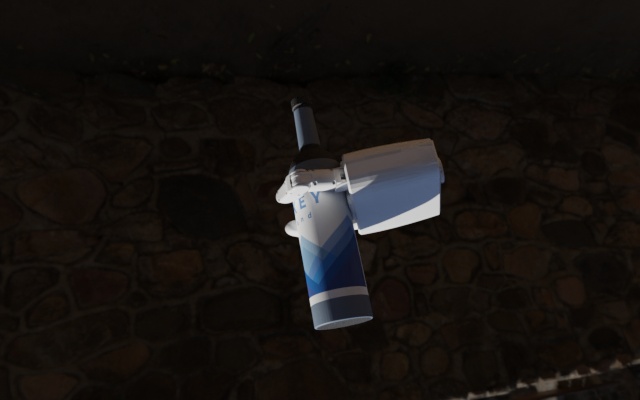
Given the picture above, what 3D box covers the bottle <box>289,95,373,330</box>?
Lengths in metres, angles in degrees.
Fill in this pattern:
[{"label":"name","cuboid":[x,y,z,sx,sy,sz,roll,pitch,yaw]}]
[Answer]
[{"label":"bottle","cuboid":[0.000,0.002,0.583,0.069,0.295,0.069,-10,-21,-4]}]
